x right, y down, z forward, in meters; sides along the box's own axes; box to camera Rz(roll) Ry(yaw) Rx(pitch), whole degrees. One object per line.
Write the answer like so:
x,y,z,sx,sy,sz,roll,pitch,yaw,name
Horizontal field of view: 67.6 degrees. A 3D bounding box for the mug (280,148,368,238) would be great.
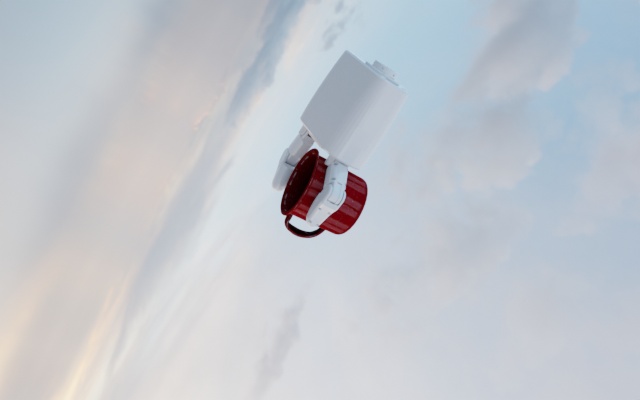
0.000,0.003,0.613,0.081,0.117,0.093,26,22,-19,mug
